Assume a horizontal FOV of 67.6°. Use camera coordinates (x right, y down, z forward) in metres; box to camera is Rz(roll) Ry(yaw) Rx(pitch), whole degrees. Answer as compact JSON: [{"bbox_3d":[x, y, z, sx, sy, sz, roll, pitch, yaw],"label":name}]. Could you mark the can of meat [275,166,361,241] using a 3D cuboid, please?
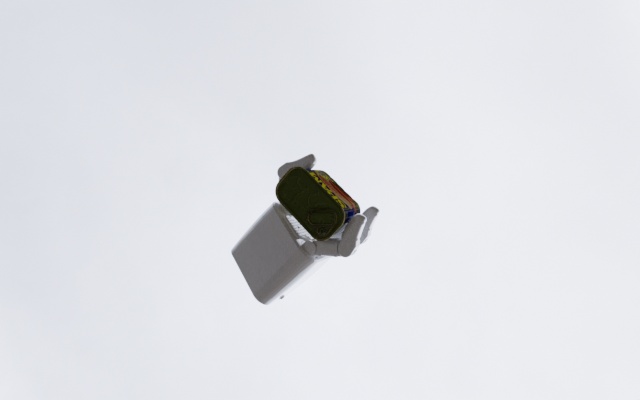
[{"bbox_3d":[0.000,0.002,0.653,0.102,0.057,0.084,46,17,13],"label":"can of meat"}]
